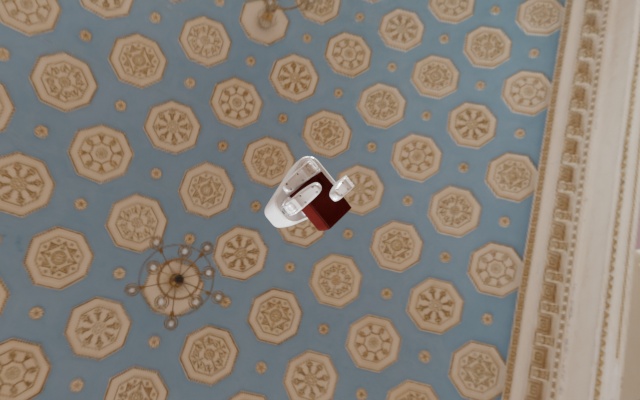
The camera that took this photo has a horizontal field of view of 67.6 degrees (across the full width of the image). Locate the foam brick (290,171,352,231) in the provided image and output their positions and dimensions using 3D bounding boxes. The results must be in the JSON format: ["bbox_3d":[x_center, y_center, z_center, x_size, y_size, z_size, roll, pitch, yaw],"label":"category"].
[{"bbox_3d":[0.000,0.003,0.757,0.053,0.078,0.051,-41,4,-20],"label":"foam brick"}]
